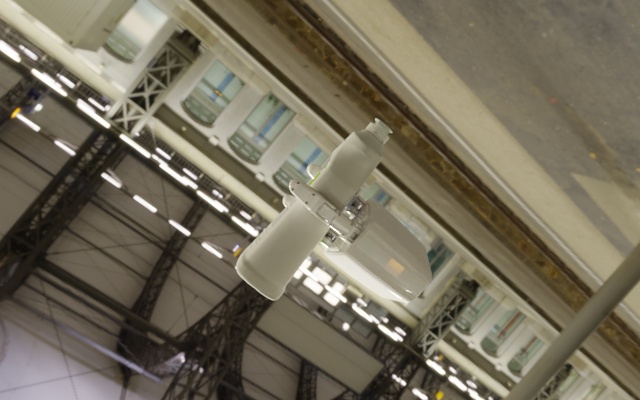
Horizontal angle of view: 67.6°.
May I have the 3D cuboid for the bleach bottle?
[{"bbox_3d":[0.000,0.002,0.599,0.068,0.251,0.102,40,3,-8],"label":"bleach bottle"}]
